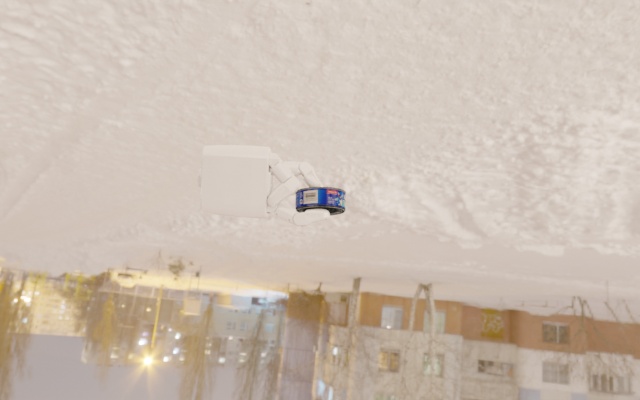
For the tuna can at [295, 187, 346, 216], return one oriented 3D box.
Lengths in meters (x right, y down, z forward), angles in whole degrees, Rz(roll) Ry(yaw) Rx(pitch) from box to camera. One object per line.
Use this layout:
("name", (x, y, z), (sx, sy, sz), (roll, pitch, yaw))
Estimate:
("tuna can", (0.000, 0.003, 0.805), (0.086, 0.033, 0.086), (0, -12, 0))
